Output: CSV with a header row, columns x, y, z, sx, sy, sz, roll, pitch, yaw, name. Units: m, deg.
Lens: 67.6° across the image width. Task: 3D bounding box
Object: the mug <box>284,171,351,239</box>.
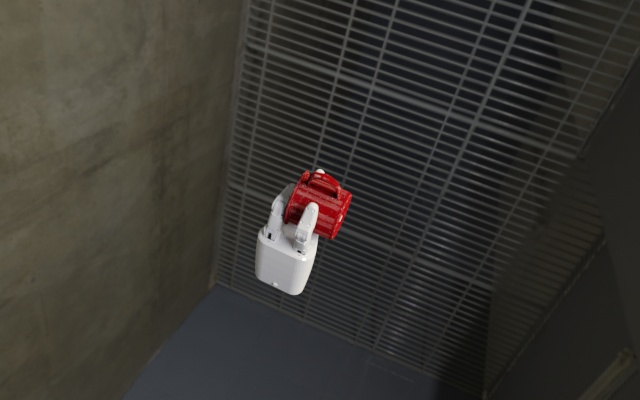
x,y,z,sx,sy,sz,roll,pitch,yaw,name
0.001,0.002,0.749,0.081,0.117,0.093,23,46,7,mug
